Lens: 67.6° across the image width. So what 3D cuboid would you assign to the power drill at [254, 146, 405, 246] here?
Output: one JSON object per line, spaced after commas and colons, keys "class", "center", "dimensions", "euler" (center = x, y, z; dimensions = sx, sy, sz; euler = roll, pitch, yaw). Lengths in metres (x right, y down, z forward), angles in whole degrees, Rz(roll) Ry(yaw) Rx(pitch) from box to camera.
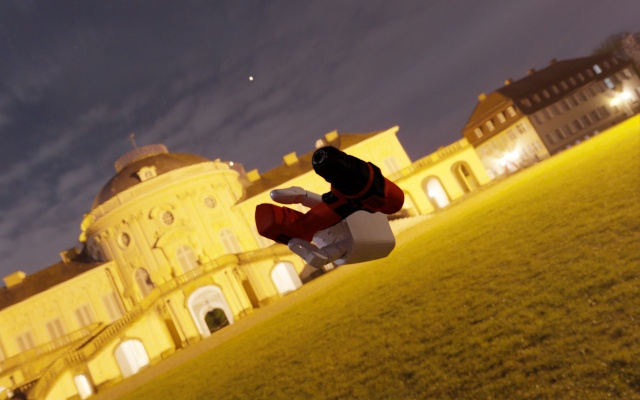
{"class": "power drill", "center": [0.000, 0.002, 0.658], "dimensions": [0.188, 0.057, 0.184], "euler": [-25, -33, 30]}
